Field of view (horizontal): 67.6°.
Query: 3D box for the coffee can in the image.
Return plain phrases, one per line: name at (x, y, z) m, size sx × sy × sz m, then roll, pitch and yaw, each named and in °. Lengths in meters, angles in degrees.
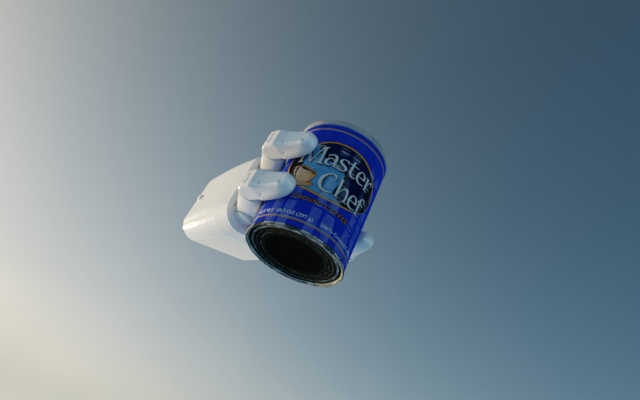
coffee can at (0.000, 0.002, 0.491) m, size 0.103 × 0.140 × 0.103 m, roll 18°, pitch -34°, yaw 13°
